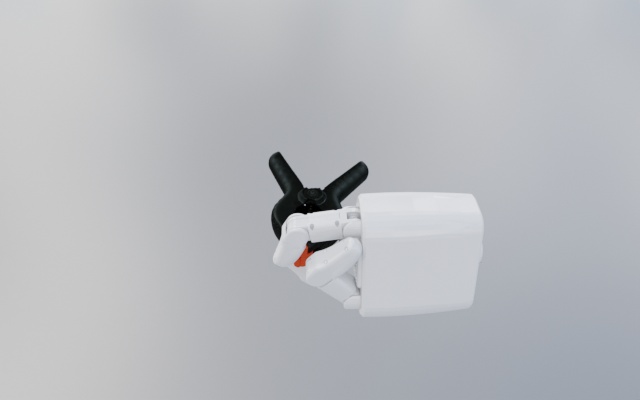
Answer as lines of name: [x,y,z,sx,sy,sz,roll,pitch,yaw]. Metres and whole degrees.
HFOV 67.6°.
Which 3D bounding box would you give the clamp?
clamp: [0.000,0.001,0.527,0.120,0.039,0.171,-3,43,0]
